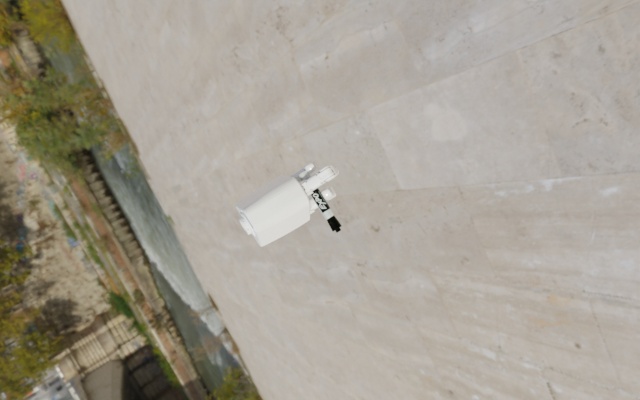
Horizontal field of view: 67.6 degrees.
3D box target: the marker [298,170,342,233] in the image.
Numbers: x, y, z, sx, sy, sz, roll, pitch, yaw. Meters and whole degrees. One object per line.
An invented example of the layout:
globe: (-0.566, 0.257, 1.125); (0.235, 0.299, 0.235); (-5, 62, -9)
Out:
marker: (0.000, 0.003, 0.832); (0.020, 0.121, 0.020); (-32, -4, -2)
